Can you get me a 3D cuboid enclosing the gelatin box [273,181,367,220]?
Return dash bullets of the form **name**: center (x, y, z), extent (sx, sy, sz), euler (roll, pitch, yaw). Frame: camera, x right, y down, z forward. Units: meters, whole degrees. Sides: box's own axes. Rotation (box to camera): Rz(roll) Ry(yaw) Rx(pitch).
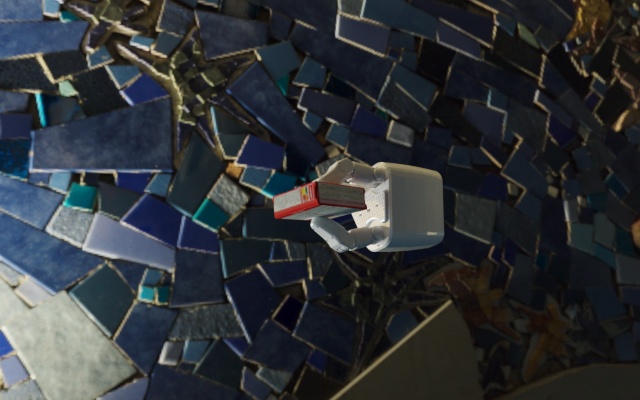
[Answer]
- **gelatin box**: center (0.000, 0.002, 0.567), extent (0.073, 0.030, 0.089), euler (-17, -15, 41)
